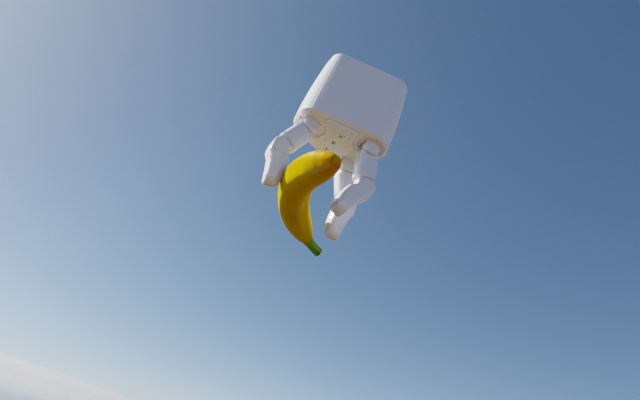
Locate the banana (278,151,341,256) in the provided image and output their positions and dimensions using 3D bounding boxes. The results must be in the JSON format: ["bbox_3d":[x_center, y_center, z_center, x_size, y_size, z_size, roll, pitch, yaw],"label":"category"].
[{"bbox_3d":[-0.017,-0.005,0.535,0.069,0.037,0.198,26,-30,11],"label":"banana"}]
